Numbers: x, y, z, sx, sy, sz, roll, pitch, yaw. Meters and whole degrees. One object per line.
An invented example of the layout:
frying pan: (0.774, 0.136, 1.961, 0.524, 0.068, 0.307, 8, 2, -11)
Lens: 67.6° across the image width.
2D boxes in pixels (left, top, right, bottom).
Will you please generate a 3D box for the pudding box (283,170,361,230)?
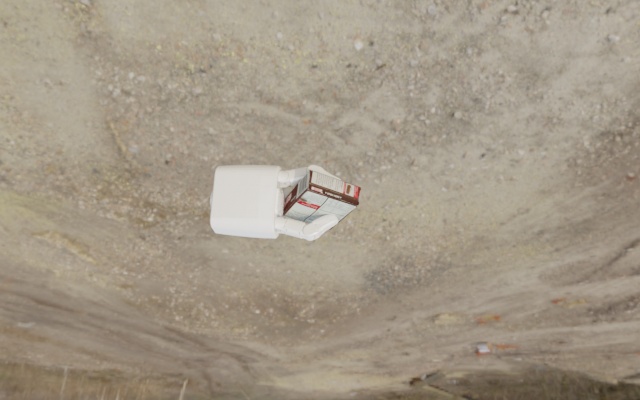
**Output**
pudding box: (0.000, 0.003, 0.770, 0.090, 0.039, 0.113, 17, -28, -18)
